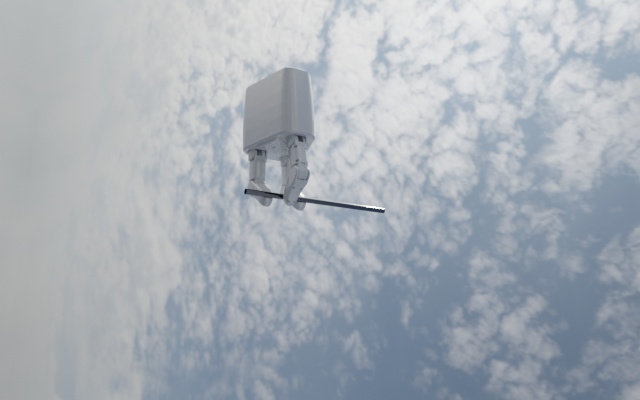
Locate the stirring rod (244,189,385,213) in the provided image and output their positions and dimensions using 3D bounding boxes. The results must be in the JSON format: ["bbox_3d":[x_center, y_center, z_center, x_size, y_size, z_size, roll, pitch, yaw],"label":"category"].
[{"bbox_3d":[0.000,0.002,0.707,0.239,0.011,0.011,8,-4,-32],"label":"stirring rod"}]
